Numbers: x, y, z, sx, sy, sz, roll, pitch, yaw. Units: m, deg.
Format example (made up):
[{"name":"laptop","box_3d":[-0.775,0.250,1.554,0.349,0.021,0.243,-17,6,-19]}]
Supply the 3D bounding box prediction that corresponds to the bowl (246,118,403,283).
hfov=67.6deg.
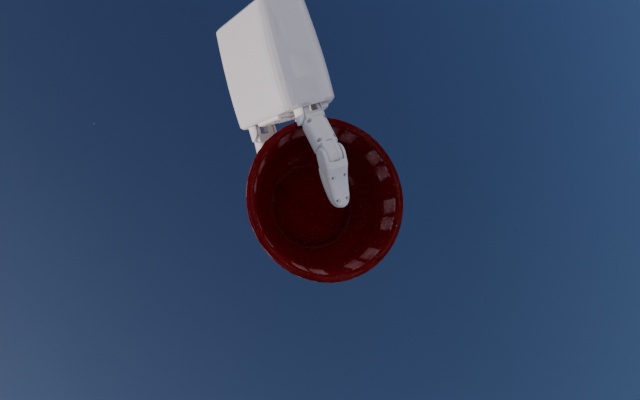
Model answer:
[{"name":"bowl","box_3d":[0.000,0.003,0.483,0.162,0.162,0.055,0,-9,-20]}]
